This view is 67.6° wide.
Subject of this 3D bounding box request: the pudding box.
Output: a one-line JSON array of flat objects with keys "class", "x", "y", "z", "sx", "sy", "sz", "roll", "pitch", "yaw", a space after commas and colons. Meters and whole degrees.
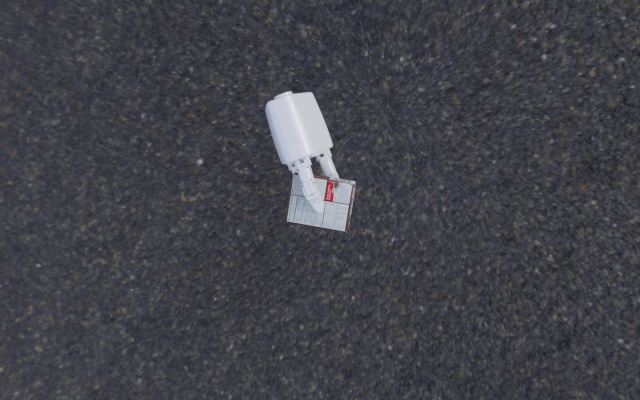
[{"class": "pudding box", "x": 0.000, "y": 0.003, "z": 0.842, "sx": 0.113, "sy": 0.090, "sz": 0.039, "roll": 10, "pitch": 9, "yaw": 8}]
